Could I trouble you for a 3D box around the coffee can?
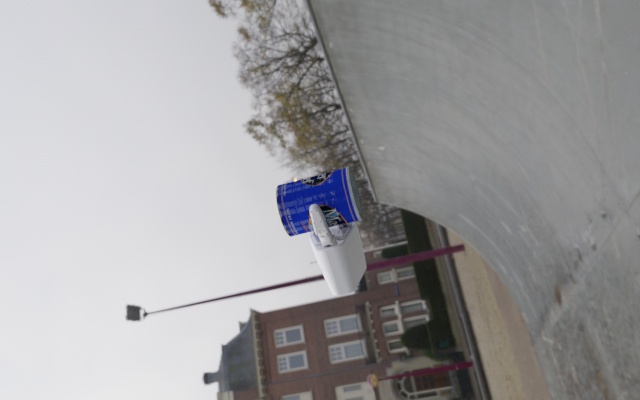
[{"bbox_3d":[0.000,0.003,0.893,0.140,0.103,0.103,-14,-3,10],"label":"coffee can"}]
